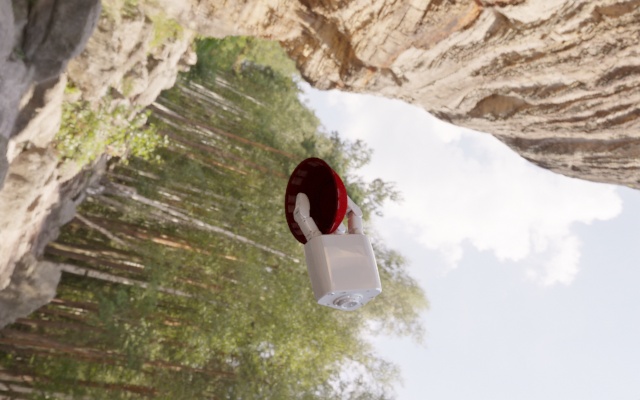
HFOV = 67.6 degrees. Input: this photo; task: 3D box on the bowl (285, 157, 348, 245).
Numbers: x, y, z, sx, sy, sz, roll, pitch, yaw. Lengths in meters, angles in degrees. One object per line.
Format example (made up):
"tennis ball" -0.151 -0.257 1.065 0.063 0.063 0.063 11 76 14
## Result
"bowl" 0.000 0.002 0.884 0.055 0.162 0.162 3 -2 -39
